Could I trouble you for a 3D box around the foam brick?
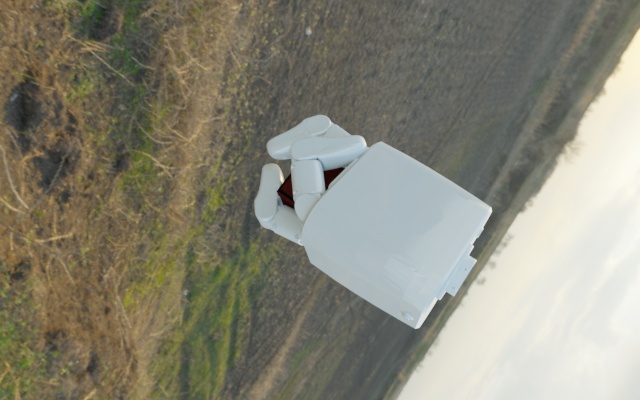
[{"bbox_3d":[0.000,0.001,0.444,0.051,0.053,0.078,31,-18,19],"label":"foam brick"}]
